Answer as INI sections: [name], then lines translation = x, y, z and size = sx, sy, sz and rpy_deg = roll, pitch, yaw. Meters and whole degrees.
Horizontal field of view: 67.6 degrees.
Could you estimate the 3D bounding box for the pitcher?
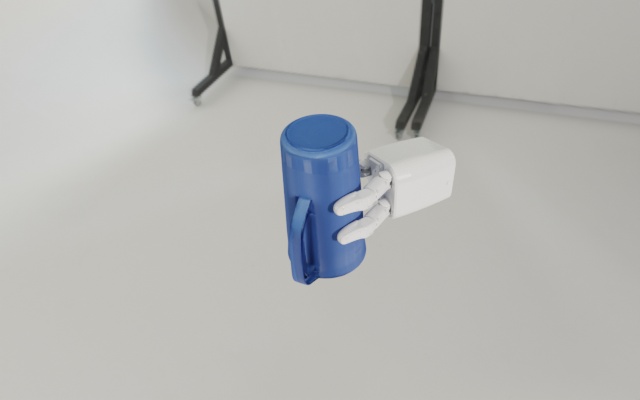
[pitcher]
translation = 0.000, 0.002, 0.727
size = 0.145, 0.243, 0.149
rpy_deg = -16, 42, -12
